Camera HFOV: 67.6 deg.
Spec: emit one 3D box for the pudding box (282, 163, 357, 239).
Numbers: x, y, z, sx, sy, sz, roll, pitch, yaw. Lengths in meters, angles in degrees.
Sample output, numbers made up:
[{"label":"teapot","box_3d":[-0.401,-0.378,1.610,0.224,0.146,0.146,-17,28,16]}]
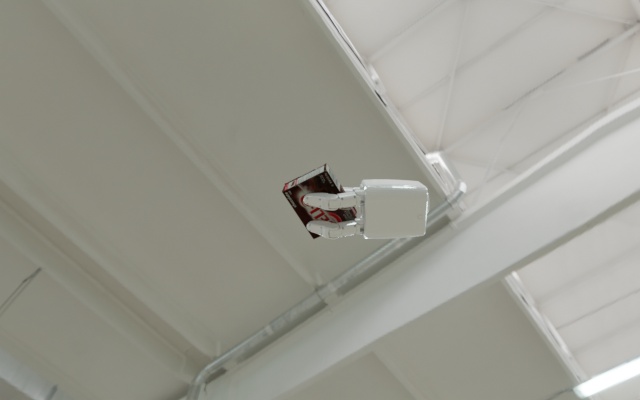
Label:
[{"label":"pudding box","box_3d":[0.000,0.003,0.839,0.090,0.113,0.039,-26,22,16]}]
